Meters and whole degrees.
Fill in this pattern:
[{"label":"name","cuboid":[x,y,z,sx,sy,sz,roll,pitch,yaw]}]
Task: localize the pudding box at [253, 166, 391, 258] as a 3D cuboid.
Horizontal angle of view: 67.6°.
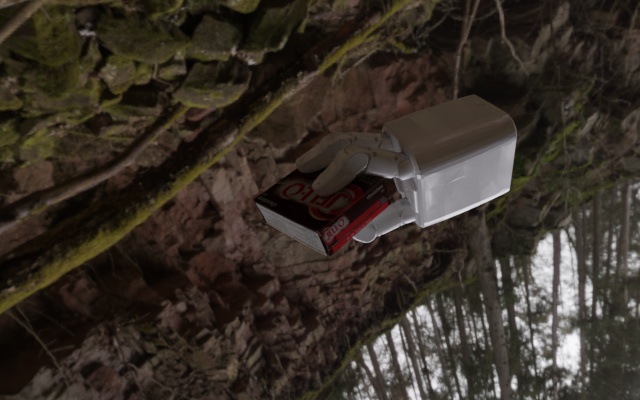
[{"label":"pudding box","cuboid":[0.000,0.002,0.482,0.090,0.039,0.113,-37,34,-25]}]
